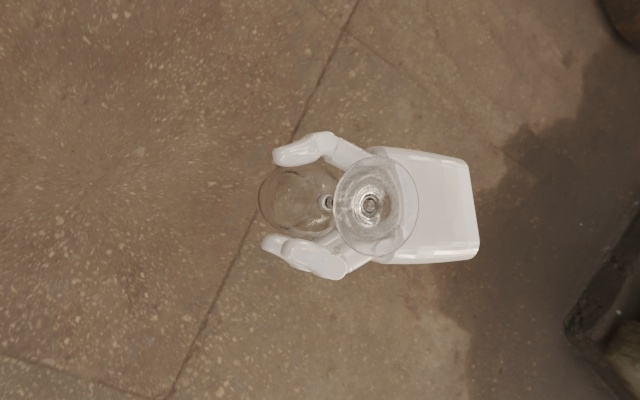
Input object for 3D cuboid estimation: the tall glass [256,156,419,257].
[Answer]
[{"bbox_3d":[0.000,0.001,0.439,0.079,0.079,0.201,0,2,-26],"label":"tall glass"}]
